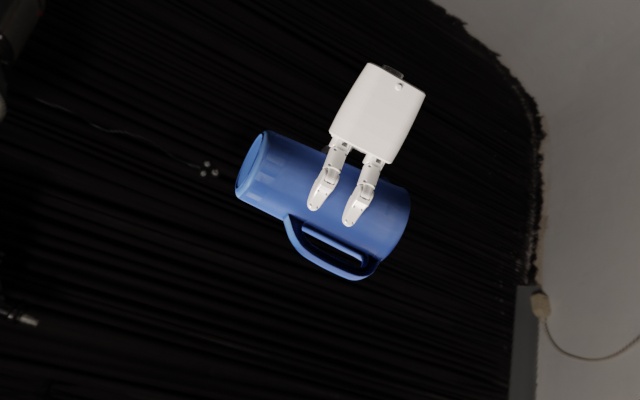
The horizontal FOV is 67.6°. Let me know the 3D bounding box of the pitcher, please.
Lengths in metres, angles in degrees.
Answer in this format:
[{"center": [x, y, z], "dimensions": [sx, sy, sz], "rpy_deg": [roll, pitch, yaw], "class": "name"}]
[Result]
[{"center": [0.000, 0.002, 0.709], "dimensions": [0.243, 0.145, 0.149], "rpy_deg": [25, 13, -18], "class": "pitcher"}]
